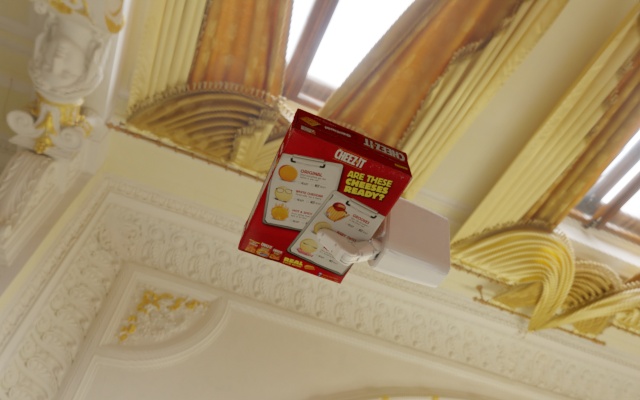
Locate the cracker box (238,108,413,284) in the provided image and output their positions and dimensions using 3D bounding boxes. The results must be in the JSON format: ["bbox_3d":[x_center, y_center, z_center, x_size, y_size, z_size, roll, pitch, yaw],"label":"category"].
[{"bbox_3d":[0.000,0.002,0.659,0.164,0.214,0.072,21,34,-12],"label":"cracker box"}]
